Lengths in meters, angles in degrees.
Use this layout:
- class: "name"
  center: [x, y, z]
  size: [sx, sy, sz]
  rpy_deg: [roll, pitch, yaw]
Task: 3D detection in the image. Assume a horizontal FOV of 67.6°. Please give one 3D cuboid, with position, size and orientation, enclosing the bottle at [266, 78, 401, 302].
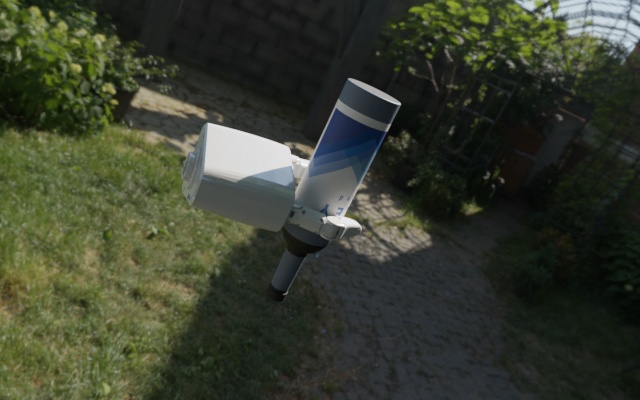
- class: "bottle"
  center: [0.000, 0.002, 0.584]
  size: [0.069, 0.296, 0.069]
  rpy_deg: [23, 20, -9]
